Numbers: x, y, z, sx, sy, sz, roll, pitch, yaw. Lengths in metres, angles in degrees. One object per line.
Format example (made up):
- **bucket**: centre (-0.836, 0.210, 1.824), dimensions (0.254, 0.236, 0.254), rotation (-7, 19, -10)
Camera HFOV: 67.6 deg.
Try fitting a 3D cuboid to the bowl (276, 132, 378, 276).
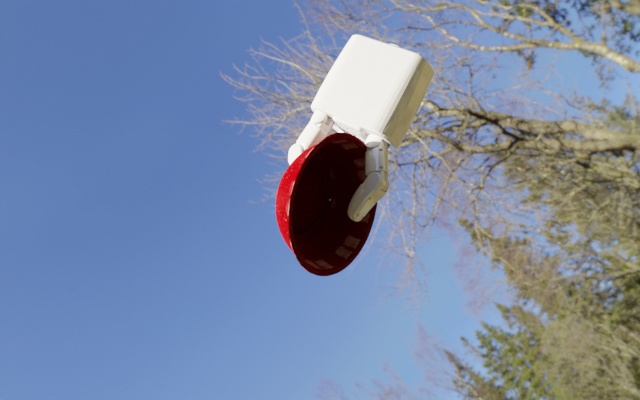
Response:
- **bowl**: centre (-0.001, 0.003, 0.545), dimensions (0.055, 0.162, 0.162), rotation (11, 7, 38)
